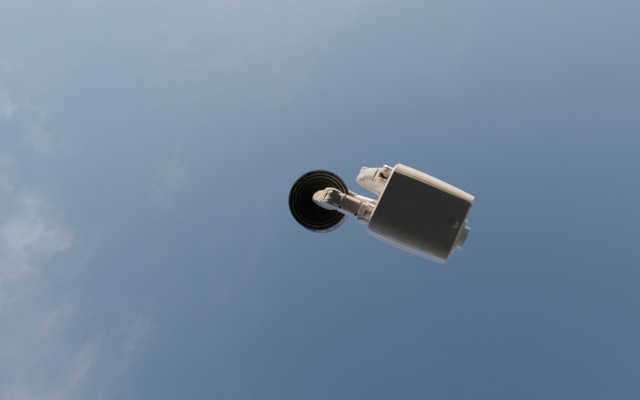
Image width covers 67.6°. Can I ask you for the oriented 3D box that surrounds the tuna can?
[{"bbox_3d":[0.000,0.002,0.673,0.086,0.086,0.034,0,-13,9],"label":"tuna can"}]
